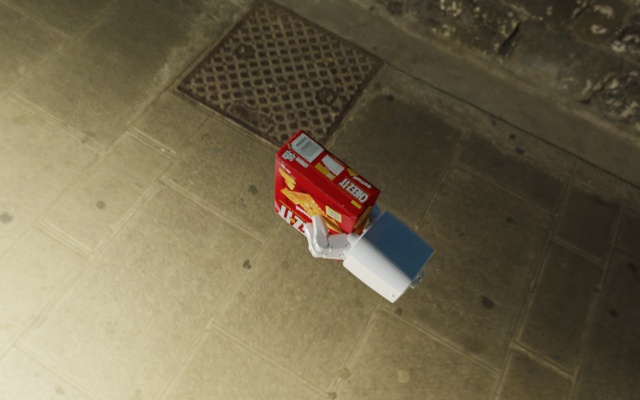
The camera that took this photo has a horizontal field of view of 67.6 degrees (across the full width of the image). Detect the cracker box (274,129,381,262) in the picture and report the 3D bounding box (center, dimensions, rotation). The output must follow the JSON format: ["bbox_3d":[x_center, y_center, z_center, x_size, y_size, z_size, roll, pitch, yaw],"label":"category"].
[{"bbox_3d":[0.000,0.002,0.813,0.164,0.072,0.214,39,-23,12],"label":"cracker box"}]
